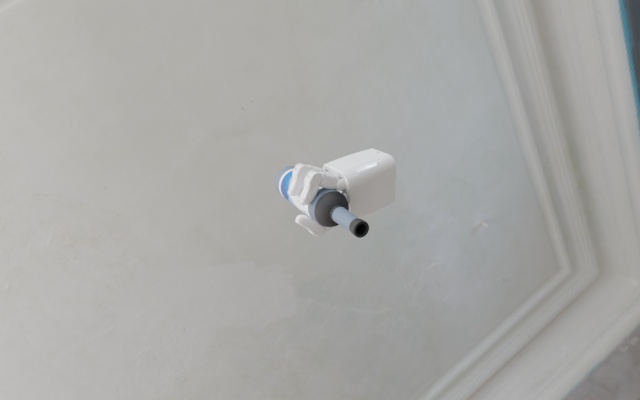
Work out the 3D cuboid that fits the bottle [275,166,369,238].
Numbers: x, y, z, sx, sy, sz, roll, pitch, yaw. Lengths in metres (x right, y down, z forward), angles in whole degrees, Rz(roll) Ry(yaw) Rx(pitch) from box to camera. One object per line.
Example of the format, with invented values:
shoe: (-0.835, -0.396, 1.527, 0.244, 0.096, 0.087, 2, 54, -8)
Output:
bottle: (0.000, 0.003, 0.856, 0.069, 0.069, 0.295, 0, 17, -27)
